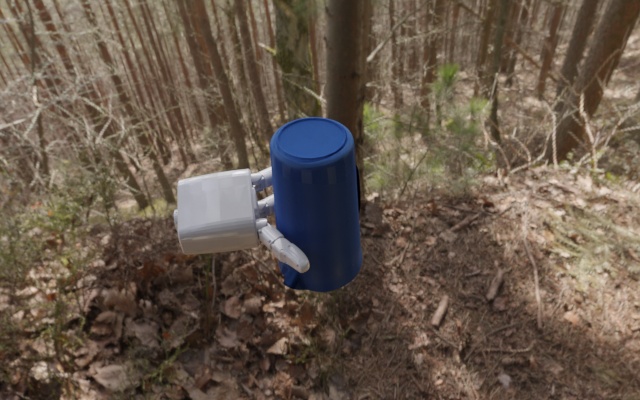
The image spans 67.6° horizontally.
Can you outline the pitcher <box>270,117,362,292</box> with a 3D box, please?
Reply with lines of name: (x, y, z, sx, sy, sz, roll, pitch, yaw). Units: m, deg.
pitcher: (0.000, 0.002, 0.688, 0.145, 0.243, 0.149, -7, 43, -4)
